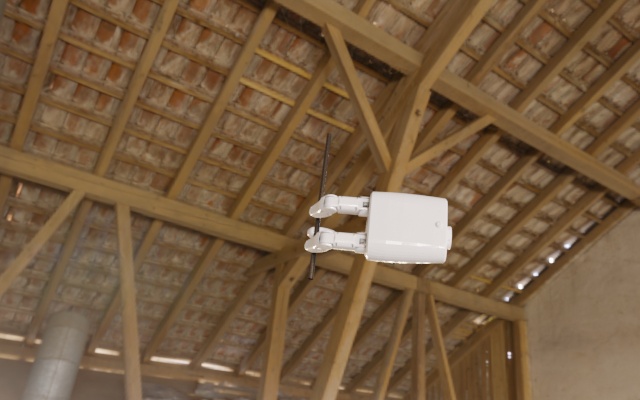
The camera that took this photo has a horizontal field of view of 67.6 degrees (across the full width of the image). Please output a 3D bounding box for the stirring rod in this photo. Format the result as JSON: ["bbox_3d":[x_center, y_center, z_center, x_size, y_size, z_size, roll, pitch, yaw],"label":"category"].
[{"bbox_3d":[0.000,0.003,0.728,0.011,0.239,0.011,6,-23,3],"label":"stirring rod"}]
